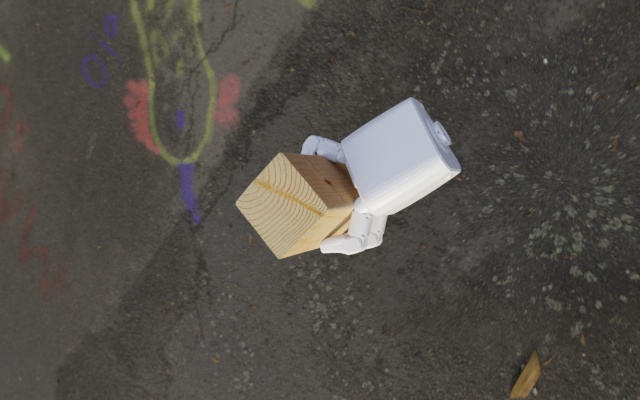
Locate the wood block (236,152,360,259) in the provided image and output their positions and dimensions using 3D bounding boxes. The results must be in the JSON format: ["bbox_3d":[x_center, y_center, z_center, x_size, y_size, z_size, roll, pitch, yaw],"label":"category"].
[{"bbox_3d":[0.000,0.002,0.627,0.090,0.090,0.206,-46,-18,21],"label":"wood block"}]
